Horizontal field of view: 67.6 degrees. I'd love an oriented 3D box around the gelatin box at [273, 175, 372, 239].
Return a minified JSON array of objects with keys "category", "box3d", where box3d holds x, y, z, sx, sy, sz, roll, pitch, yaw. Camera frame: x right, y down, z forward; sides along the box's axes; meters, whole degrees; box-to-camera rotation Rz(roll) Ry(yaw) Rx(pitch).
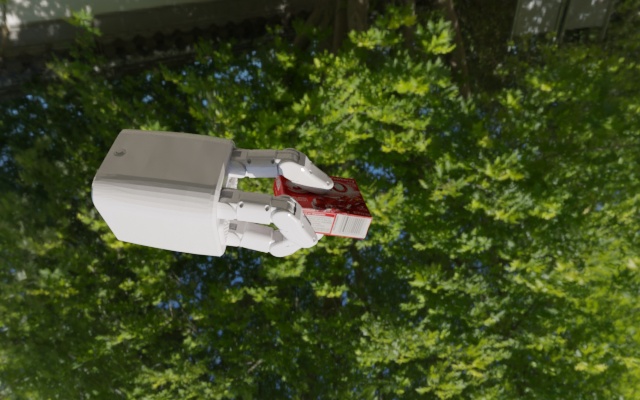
[{"category":"gelatin box","box3d":[0.000,0.002,0.486,0.089,0.030,0.073,8,32,-18]}]
